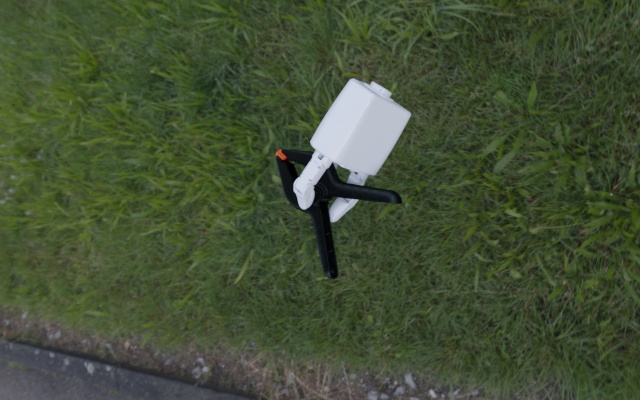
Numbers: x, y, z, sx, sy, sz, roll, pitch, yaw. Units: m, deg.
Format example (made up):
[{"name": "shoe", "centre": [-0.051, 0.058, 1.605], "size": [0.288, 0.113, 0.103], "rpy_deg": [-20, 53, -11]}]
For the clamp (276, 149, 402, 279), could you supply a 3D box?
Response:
[{"name": "clamp", "centre": [-0.001, 0.002, 0.720], "size": [0.210, 0.164, 0.036], "rpy_deg": [40, 18, 24]}]
